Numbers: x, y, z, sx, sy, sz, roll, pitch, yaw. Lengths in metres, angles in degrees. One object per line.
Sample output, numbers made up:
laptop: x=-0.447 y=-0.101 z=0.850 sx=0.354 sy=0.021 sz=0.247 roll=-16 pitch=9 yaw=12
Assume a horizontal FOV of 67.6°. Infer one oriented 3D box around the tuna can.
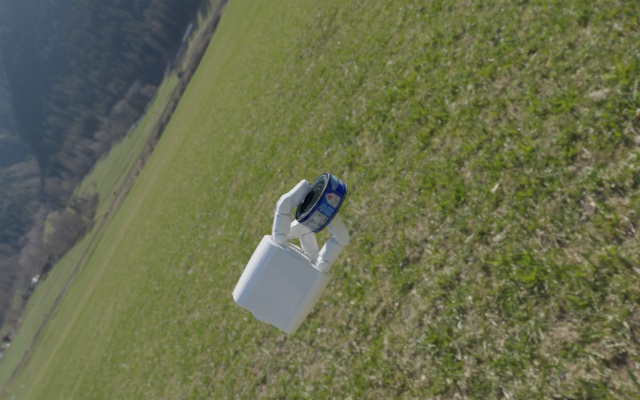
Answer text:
tuna can: x=0.000 y=0.002 z=0.691 sx=0.034 sy=0.086 sz=0.086 roll=34 pitch=-11 yaw=-16
